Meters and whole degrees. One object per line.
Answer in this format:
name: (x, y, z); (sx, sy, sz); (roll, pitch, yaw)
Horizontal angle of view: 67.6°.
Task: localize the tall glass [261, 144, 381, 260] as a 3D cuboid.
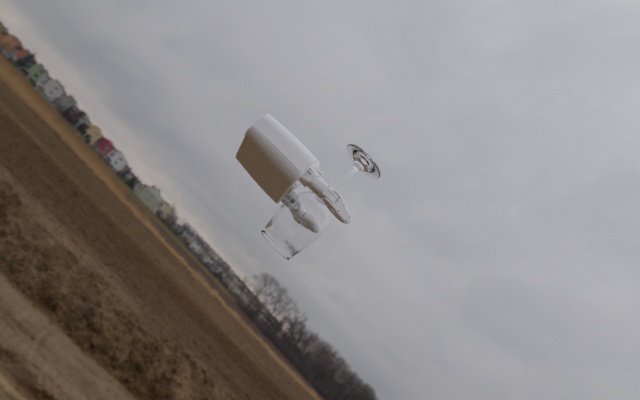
tall glass: (0.001, 0.002, 0.753); (0.201, 0.079, 0.079); (-44, 13, -14)
